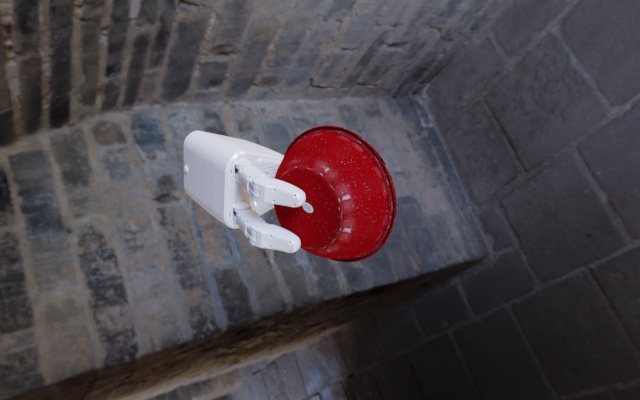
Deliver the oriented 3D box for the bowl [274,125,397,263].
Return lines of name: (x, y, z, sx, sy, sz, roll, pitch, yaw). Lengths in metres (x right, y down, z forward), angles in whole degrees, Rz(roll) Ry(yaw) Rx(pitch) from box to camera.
bowl: (0.001, 0.002, 0.525, 0.162, 0.162, 0.055, 0, 16, 37)
